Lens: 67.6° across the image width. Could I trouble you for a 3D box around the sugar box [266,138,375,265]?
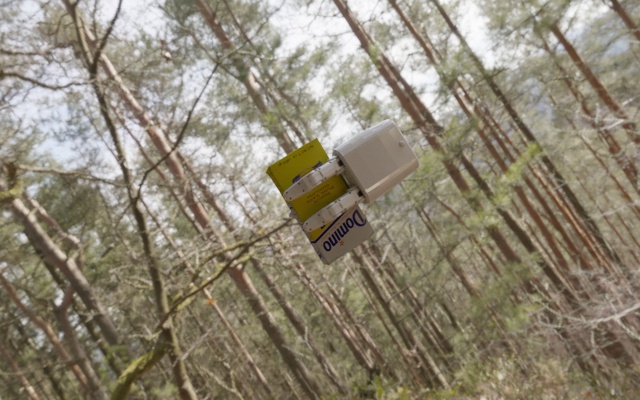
[{"bbox_3d":[0.000,0.002,0.743,0.093,0.176,0.048,-33,0,-13],"label":"sugar box"}]
